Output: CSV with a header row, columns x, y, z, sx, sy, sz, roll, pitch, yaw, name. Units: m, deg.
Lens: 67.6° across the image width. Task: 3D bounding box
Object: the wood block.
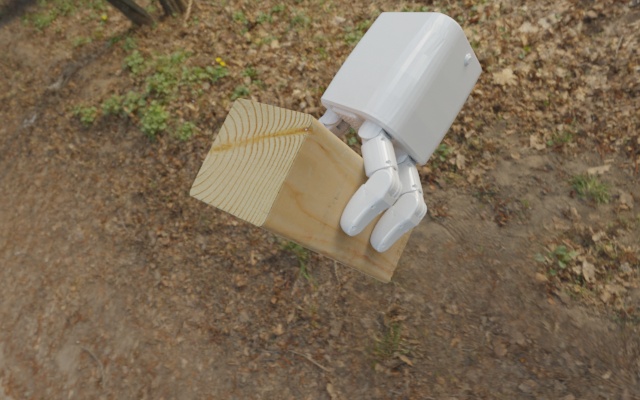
x,y,z,sx,sy,sz,roll,pitch,yaw,name
0.000,0.001,0.437,0.091,0.090,0.206,21,-7,38,wood block
